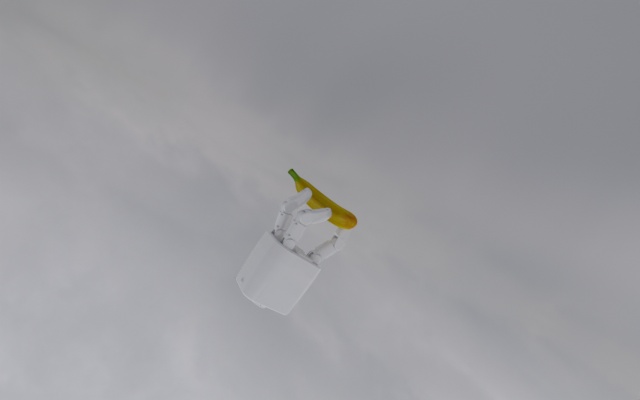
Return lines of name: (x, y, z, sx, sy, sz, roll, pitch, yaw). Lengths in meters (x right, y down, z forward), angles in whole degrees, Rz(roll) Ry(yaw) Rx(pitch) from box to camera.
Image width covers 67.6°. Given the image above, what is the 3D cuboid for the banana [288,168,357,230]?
banana: (0.007, 0.010, 0.864, 0.197, 0.037, 0.070, 37, -4, 41)
